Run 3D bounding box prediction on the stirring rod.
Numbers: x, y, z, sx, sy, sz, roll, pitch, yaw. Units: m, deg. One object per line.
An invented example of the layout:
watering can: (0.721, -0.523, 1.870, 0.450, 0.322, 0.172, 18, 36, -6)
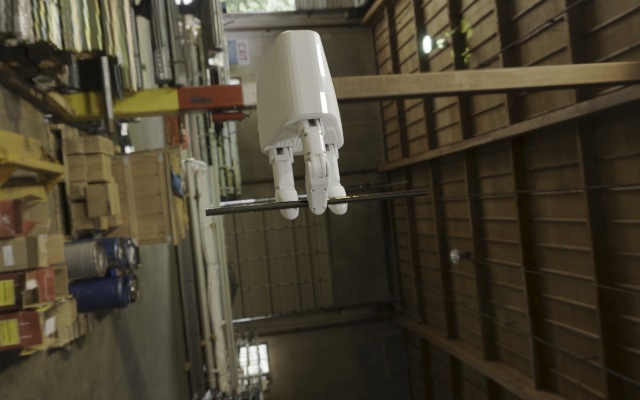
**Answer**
stirring rod: (0.000, 0.002, 0.511, 0.239, 0.011, 0.011, -5, 1, -10)
